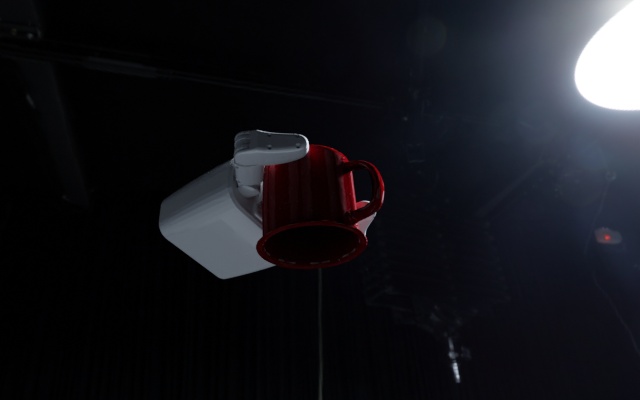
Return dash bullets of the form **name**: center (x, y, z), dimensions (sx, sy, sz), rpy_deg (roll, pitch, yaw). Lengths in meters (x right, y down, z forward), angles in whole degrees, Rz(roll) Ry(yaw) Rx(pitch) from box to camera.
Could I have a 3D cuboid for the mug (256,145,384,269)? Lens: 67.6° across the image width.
- **mug**: center (0.001, 0.001, 0.414), dimensions (0.117, 0.081, 0.093), rpy_deg (-22, -34, 28)
